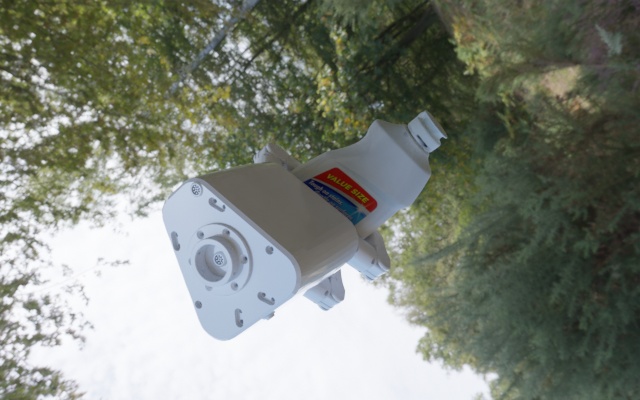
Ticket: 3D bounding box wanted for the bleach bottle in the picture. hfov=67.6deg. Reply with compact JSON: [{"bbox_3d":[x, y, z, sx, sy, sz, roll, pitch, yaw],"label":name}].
[{"bbox_3d":[0.000,0.002,0.442,0.251,0.102,0.068,-38,-7,23],"label":"bleach bottle"}]
